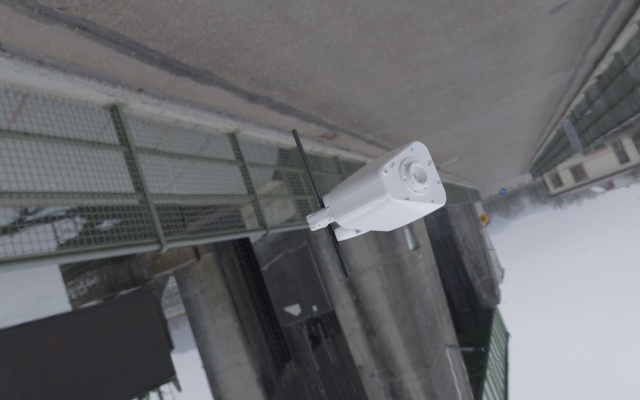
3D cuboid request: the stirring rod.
[{"bbox_3d":[0.000,0.002,0.727,0.011,0.239,0.011,-20,-7,-3],"label":"stirring rod"}]
